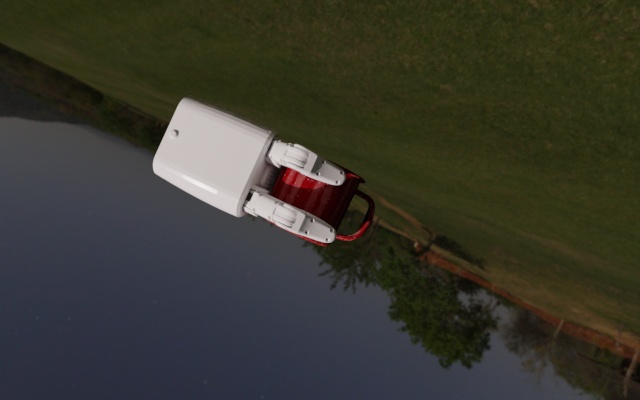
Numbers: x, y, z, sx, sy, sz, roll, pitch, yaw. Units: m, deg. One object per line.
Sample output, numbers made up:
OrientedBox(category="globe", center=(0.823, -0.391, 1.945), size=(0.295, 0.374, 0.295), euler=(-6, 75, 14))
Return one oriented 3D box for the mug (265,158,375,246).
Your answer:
OrientedBox(category="mug", center=(0.001, 0.002, 0.508), size=(0.117, 0.081, 0.093), euler=(25, 0, 11))
